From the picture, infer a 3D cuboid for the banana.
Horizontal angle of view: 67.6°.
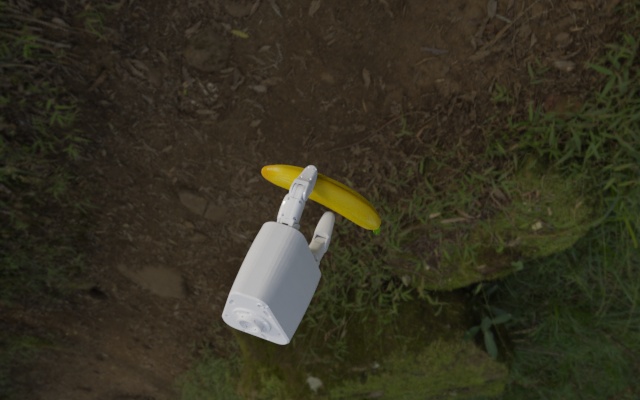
[{"bbox_3d":[0.010,-0.004,0.669,0.198,0.037,0.070,30,-33,-8],"label":"banana"}]
